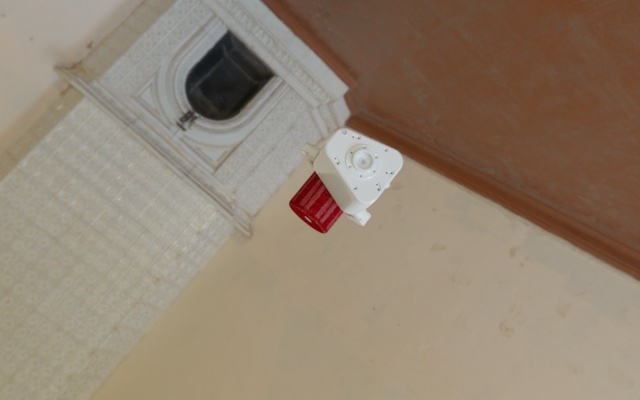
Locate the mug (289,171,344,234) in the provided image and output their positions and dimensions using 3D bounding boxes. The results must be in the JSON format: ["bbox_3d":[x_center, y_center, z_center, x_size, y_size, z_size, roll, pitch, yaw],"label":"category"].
[{"bbox_3d":[0.000,0.003,0.810,0.093,0.081,0.117,39,-12,0],"label":"mug"}]
